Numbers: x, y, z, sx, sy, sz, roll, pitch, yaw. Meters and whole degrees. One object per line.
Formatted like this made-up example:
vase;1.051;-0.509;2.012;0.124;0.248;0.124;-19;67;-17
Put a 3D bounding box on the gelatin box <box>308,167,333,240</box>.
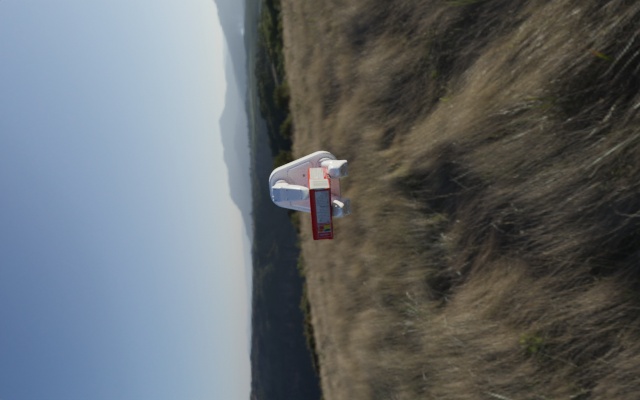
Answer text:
gelatin box;0.000;0.002;0.649;0.030;0.073;0.089;-4;22;-1
